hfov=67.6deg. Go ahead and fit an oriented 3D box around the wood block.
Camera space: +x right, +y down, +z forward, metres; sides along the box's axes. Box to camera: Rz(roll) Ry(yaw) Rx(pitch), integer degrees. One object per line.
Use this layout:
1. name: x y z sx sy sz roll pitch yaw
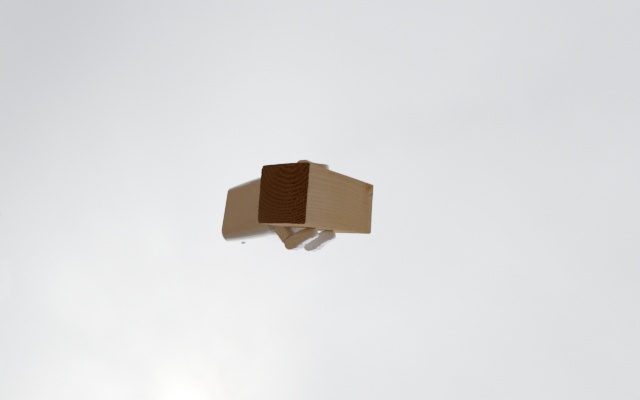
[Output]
1. wood block: 0.000 0.002 0.779 0.090 0.091 0.206 -1 -7 32
